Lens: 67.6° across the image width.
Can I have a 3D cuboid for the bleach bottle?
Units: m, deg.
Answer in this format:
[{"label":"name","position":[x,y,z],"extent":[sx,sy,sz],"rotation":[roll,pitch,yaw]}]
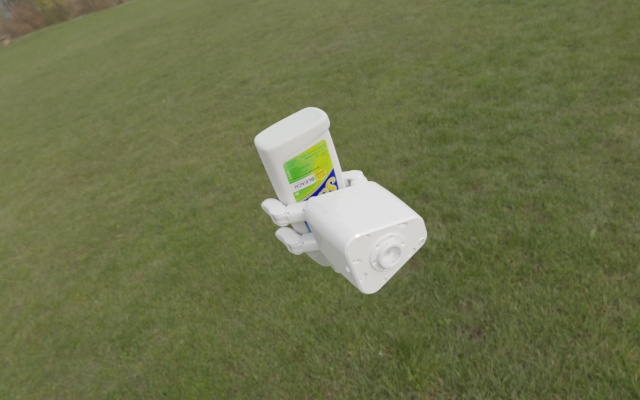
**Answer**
[{"label":"bleach bottle","position":[0.000,0.002,0.679],"extent":[0.102,0.251,0.068],"rotation":[-30,34,-10]}]
